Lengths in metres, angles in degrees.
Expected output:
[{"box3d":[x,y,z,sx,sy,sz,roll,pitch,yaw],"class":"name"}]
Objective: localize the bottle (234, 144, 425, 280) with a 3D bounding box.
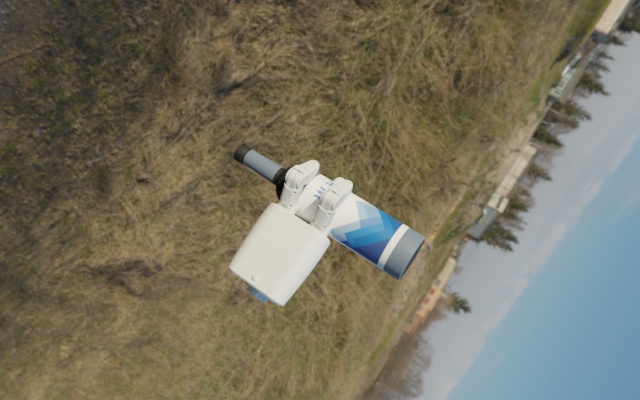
[{"box3d":[0.000,0.002,0.664,0.295,0.069,0.069,32,10,17],"class":"bottle"}]
